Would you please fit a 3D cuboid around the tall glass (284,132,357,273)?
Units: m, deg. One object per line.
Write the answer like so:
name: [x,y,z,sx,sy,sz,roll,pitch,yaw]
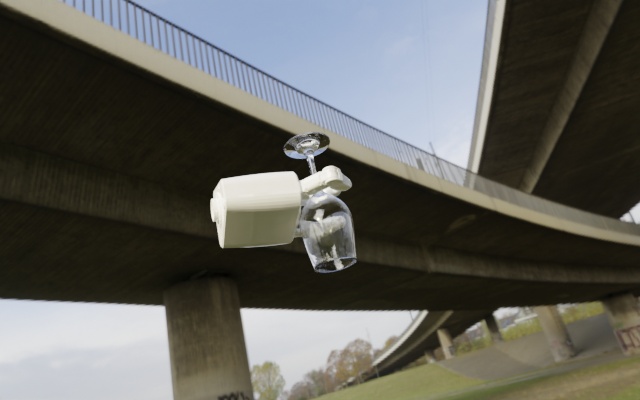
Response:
tall glass: [0.000,0.002,0.707,0.079,0.201,0.079,-12,-23,-5]
